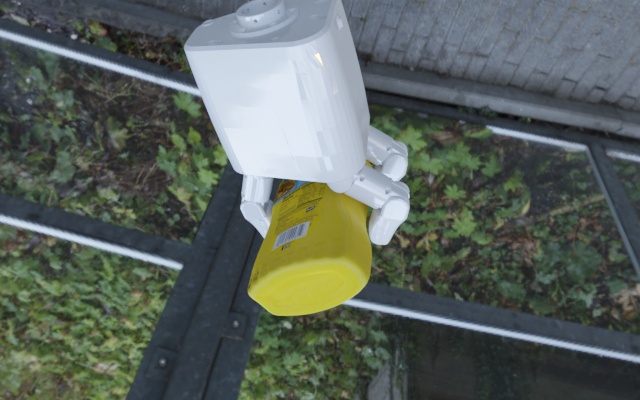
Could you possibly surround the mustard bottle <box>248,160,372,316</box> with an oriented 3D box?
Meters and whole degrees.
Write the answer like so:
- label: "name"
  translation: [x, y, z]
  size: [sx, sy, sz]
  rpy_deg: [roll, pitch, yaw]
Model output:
- label: "mustard bottle"
  translation: [0.000, 0.002, 0.413]
  size: [0.096, 0.191, 0.058]
  rpy_deg: [-26, -56, 30]
